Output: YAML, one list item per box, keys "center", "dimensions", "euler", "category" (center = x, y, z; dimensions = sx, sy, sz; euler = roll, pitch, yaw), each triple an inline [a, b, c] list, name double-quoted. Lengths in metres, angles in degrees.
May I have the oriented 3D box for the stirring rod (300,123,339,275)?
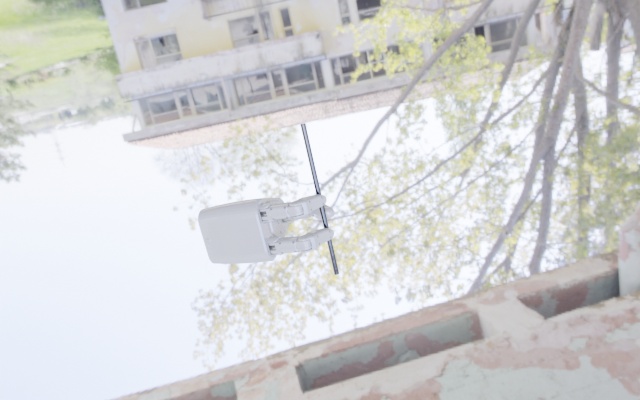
- center: [0.000, 0.002, 0.723]
  dimensions: [0.011, 0.239, 0.011]
  euler: [-12, 15, 3]
  category: "stirring rod"
